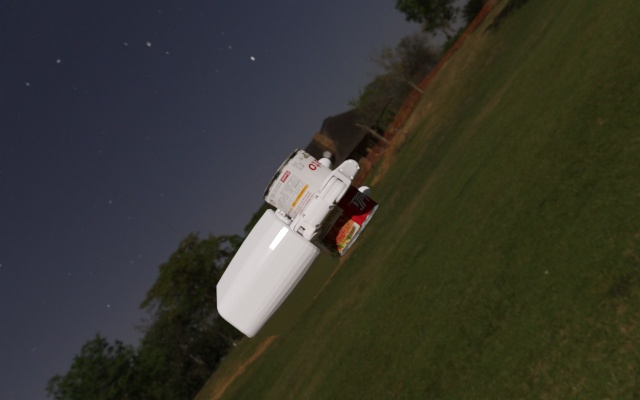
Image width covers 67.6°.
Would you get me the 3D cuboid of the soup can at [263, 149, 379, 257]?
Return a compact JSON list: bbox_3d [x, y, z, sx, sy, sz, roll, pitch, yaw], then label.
[{"bbox_3d":[0.000,0.001,0.498,0.102,0.068,0.068,36,2,3],"label":"soup can"}]
